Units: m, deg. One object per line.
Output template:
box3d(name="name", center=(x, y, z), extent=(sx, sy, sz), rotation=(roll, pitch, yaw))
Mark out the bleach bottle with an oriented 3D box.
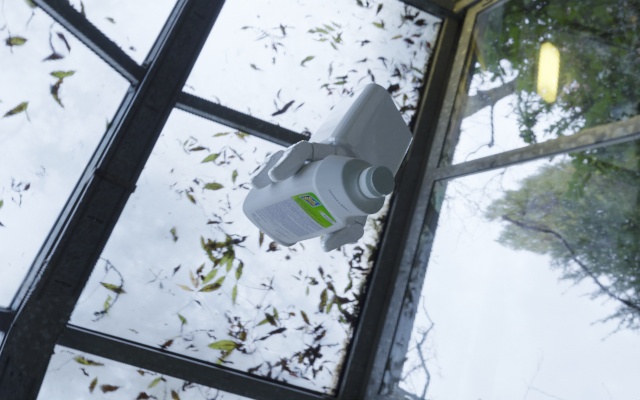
box3d(name="bleach bottle", center=(0.000, 0.002, 0.563), extent=(0.102, 0.068, 0.251), rotation=(40, -26, -21))
